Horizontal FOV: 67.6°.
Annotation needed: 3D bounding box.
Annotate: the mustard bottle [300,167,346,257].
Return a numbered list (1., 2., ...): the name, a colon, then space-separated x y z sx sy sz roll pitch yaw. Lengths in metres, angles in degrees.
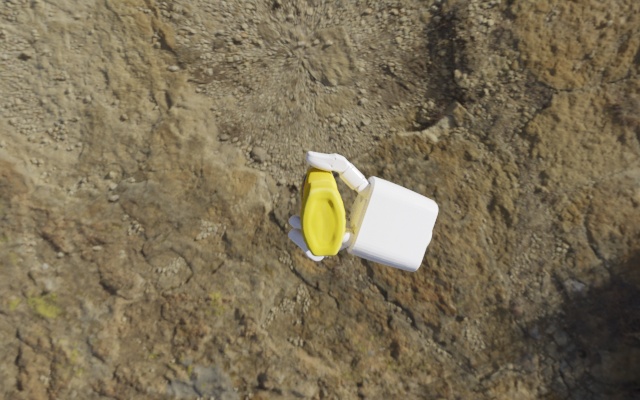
1. mustard bottle: 0.000 0.002 0.692 0.058 0.096 0.191 -4 17 -1
